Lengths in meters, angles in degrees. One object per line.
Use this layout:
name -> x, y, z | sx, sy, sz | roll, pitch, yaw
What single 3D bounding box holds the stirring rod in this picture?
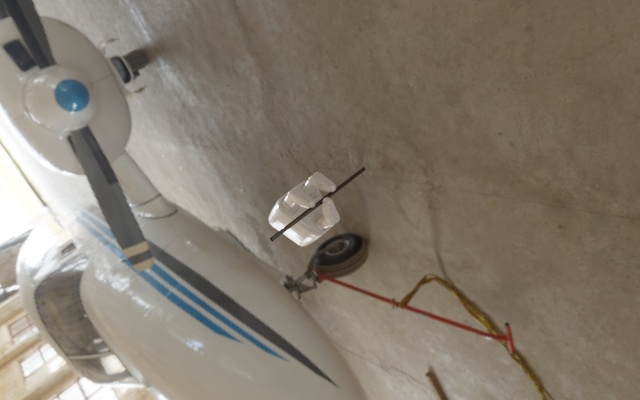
stirring rod -> 0.000, 0.003, 0.882 | 0.239, 0.011, 0.011 | -37, 19, -27
